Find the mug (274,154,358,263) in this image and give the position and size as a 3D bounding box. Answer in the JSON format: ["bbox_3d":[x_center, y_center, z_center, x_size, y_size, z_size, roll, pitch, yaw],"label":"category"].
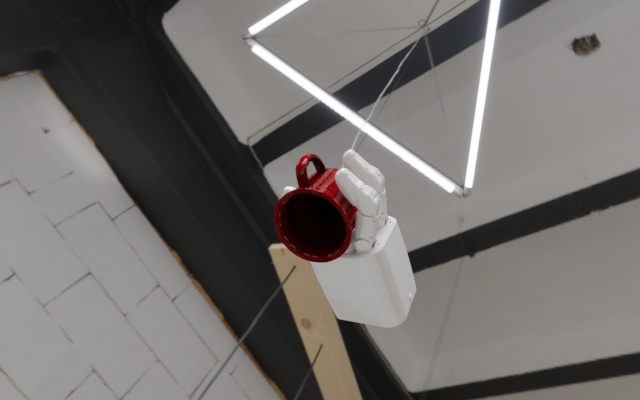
[{"bbox_3d":[0.000,0.000,0.556,0.093,0.117,0.081,-11,21,27],"label":"mug"}]
